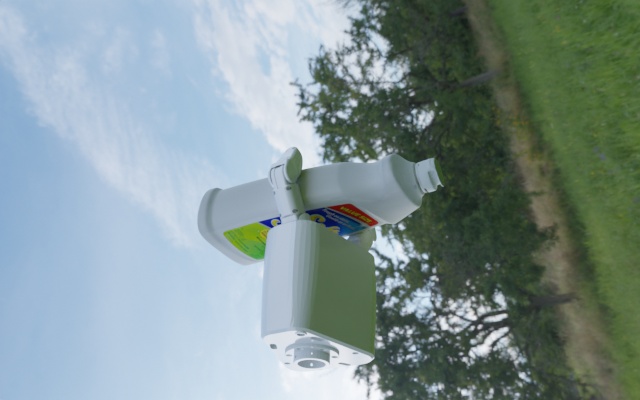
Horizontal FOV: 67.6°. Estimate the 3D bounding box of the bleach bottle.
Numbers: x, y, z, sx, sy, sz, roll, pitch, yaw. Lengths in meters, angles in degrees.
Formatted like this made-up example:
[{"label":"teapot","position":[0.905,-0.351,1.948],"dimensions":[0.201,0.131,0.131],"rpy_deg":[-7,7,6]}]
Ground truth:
[{"label":"bleach bottle","position":[0.000,0.002,0.501],"dimensions":[0.251,0.068,0.103],"rpy_deg":[-17,-42,24]}]
